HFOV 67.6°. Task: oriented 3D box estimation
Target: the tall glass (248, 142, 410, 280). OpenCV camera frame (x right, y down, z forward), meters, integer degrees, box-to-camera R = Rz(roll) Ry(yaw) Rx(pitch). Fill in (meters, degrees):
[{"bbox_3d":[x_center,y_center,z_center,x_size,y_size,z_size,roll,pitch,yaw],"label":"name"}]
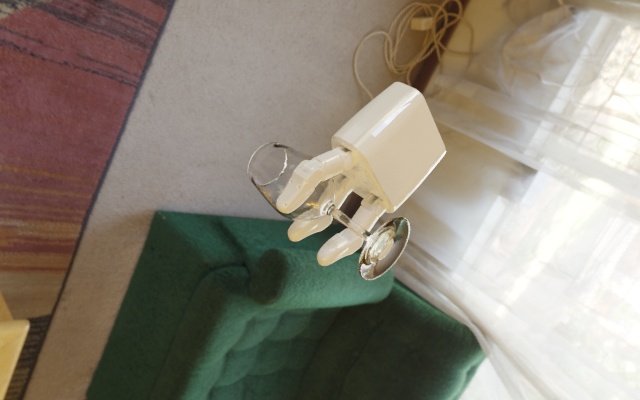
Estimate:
[{"bbox_3d":[0.000,0.002,0.537,0.201,0.079,0.079,35,22,36],"label":"tall glass"}]
